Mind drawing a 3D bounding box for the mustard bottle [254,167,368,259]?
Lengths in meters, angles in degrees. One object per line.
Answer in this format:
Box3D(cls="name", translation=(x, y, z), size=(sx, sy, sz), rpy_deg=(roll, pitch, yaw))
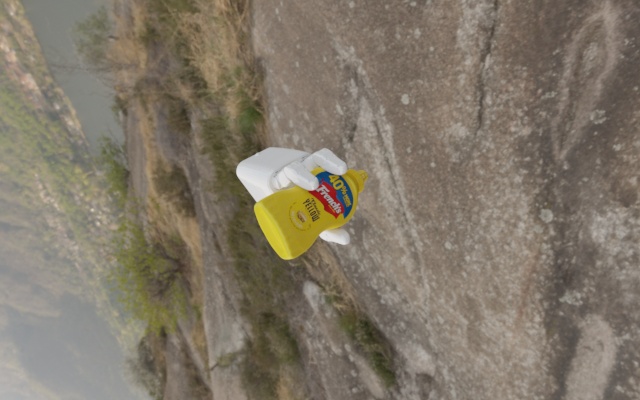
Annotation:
Box3D(cls="mustard bottle", translation=(0.000, 0.002, 0.724), size=(0.191, 0.096, 0.058), rpy_deg=(-32, 6, -30))
